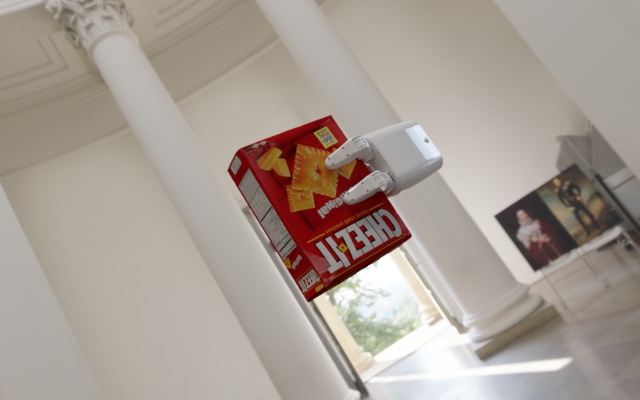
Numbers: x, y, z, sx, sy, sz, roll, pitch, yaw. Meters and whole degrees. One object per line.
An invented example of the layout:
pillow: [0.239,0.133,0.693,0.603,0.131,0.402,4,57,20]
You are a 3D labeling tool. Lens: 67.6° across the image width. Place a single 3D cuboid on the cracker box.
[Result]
cracker box: [0.000,0.002,0.652,0.164,0.213,0.072,-25,-14,-33]
